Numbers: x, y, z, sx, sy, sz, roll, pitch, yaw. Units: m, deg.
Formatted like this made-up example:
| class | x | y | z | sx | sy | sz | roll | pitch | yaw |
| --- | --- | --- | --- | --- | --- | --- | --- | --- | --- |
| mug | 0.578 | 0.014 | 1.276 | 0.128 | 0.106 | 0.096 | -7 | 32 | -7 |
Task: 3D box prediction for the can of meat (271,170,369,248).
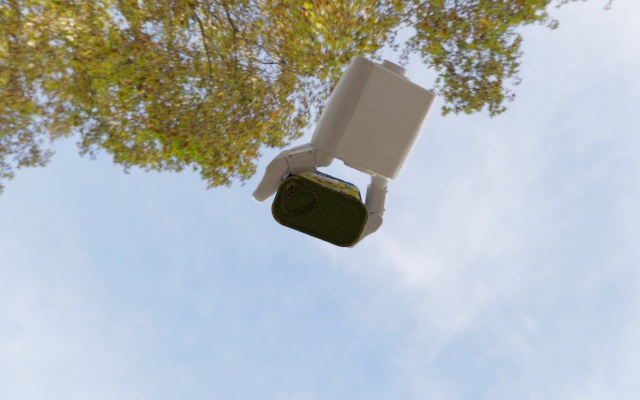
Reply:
| class | x | y | z | sx | sy | sz | roll | pitch | yaw |
| --- | --- | --- | --- | --- | --- | --- | --- | --- | --- |
| can of meat | 0.000 | 0.002 | 0.548 | 0.102 | 0.057 | 0.084 | 21 | 16 | -5 |
